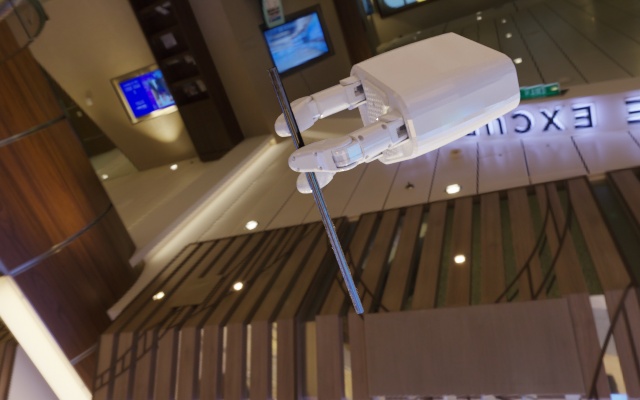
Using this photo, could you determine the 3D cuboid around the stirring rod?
[{"bbox_3d":[0.000,0.001,0.419,0.011,0.240,0.011,-17,21,7],"label":"stirring rod"}]
